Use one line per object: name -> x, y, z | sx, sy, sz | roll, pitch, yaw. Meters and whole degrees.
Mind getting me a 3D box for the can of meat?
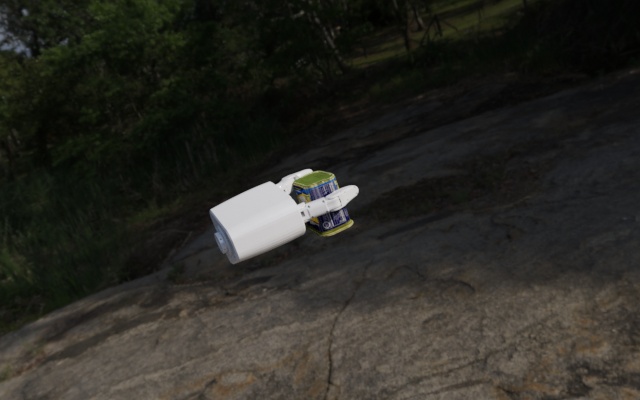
can of meat -> 0.000, 0.002, 0.756 | 0.057, 0.084, 0.102 | -24, 14, -15
